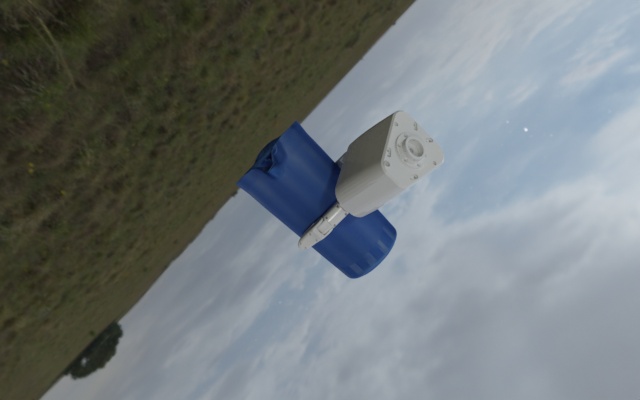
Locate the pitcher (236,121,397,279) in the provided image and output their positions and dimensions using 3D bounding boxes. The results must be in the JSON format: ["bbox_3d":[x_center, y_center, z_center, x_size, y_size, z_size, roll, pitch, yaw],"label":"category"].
[{"bbox_3d":[0.000,0.002,0.748,0.145,0.243,0.149,-36,13,51],"label":"pitcher"}]
